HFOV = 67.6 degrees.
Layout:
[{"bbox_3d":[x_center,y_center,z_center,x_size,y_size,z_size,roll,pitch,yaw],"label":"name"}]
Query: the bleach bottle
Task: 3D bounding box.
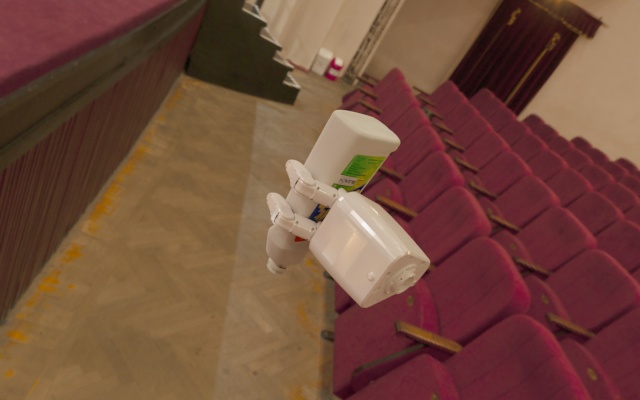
[{"bbox_3d":[0.000,0.002,0.648,0.102,0.251,0.068,1,39,-48],"label":"bleach bottle"}]
